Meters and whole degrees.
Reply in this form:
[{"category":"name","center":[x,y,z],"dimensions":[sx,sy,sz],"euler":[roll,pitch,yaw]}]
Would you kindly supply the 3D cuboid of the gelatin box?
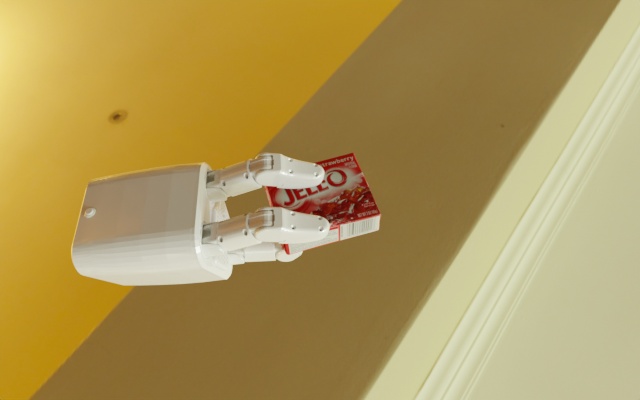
[{"category":"gelatin box","center":[0.000,0.002,0.428],"dimensions":[0.089,0.073,0.030],"euler":[-15,-34,-9]}]
